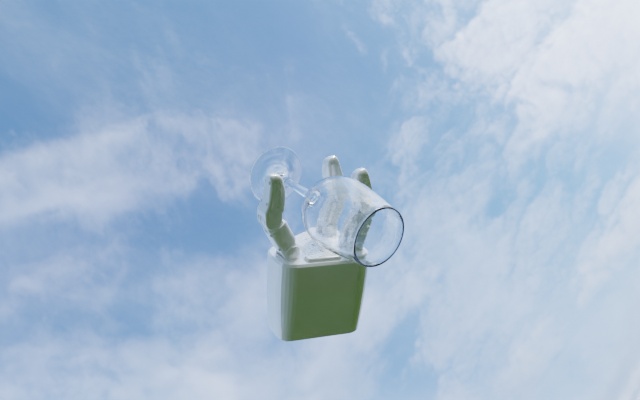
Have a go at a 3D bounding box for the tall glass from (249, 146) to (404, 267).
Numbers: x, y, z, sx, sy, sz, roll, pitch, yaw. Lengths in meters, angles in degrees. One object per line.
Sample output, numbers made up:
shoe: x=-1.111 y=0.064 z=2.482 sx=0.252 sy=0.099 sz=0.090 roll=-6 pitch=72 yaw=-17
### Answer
tall glass: x=0.000 y=0.001 z=0.520 sx=0.079 sy=0.079 sz=0.201 roll=0 pitch=19 yaw=-36
